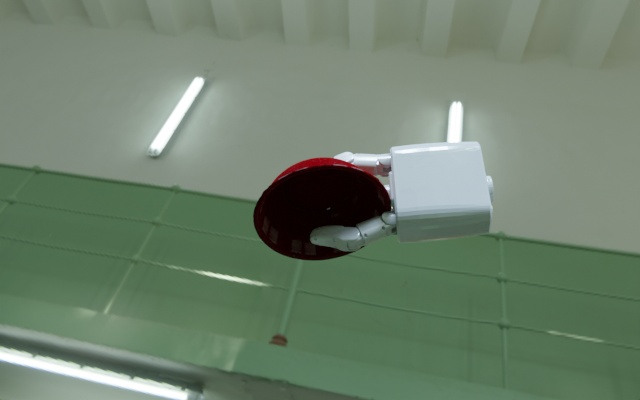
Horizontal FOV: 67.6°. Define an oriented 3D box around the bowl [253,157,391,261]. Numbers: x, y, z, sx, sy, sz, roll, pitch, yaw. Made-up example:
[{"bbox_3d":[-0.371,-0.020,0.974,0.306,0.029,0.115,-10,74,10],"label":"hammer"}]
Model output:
[{"bbox_3d":[-0.001,0.002,0.573,0.162,0.055,0.162,-5,-44,-5],"label":"bowl"}]
